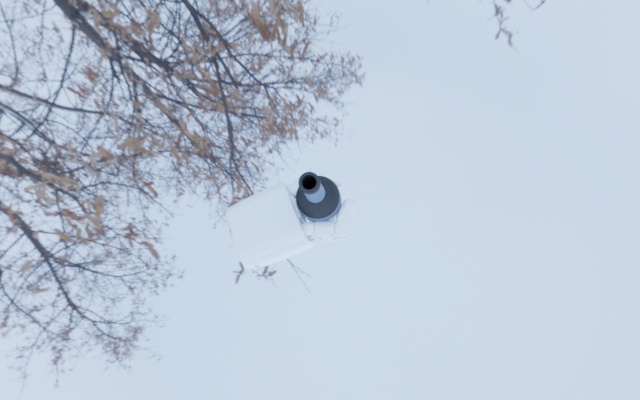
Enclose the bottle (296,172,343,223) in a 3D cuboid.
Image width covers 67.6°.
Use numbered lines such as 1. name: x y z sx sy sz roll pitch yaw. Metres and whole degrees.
1. bottle: 0.000 0.002 0.742 0.069 0.069 0.296 0 -10 6
